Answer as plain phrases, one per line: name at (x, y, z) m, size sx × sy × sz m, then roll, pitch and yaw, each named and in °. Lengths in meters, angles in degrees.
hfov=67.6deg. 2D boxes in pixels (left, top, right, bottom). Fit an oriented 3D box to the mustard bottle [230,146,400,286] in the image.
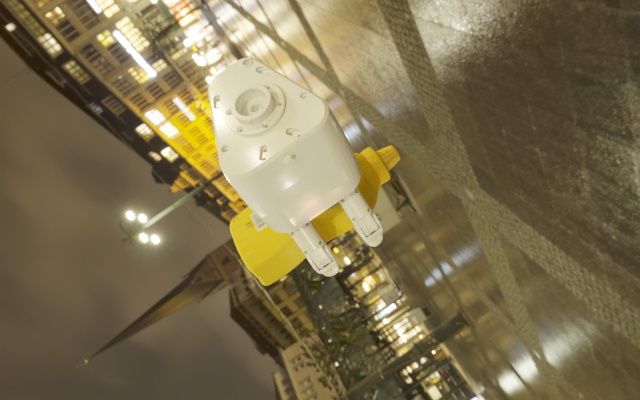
mustard bottle at (0.000, 0.002, 0.503) m, size 0.191 × 0.058 × 0.096 m, roll -34°, pitch 36°, yaw -1°
